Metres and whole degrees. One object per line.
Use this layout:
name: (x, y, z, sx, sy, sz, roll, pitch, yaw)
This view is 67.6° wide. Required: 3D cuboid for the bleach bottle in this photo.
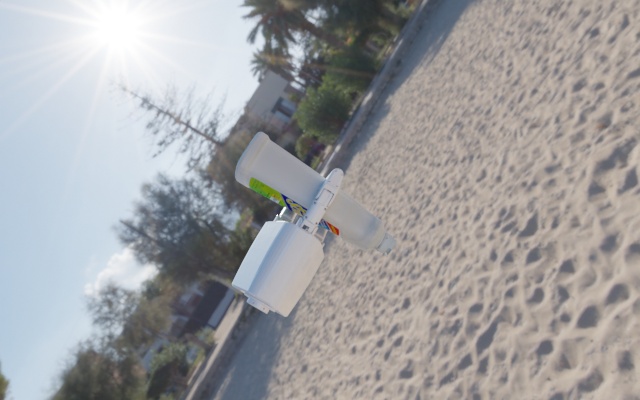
bleach bottle: (0.000, 0.002, 0.691, 0.251, 0.068, 0.102, 31, -16, -3)
